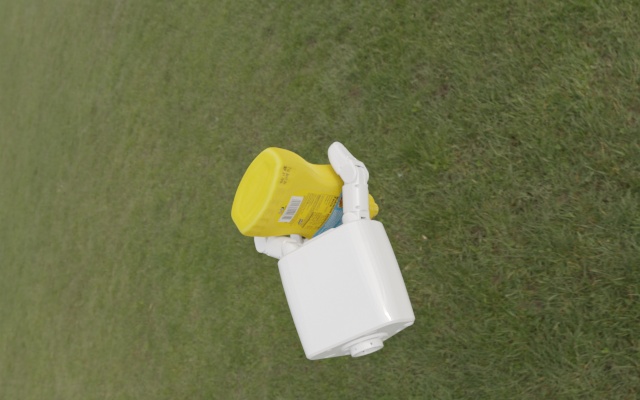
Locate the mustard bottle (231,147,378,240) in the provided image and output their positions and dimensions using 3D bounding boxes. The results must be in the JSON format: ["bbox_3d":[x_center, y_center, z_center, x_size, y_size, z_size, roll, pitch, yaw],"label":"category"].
[{"bbox_3d":[0.000,0.002,0.547,0.191,0.096,0.058,9,29,-43],"label":"mustard bottle"}]
